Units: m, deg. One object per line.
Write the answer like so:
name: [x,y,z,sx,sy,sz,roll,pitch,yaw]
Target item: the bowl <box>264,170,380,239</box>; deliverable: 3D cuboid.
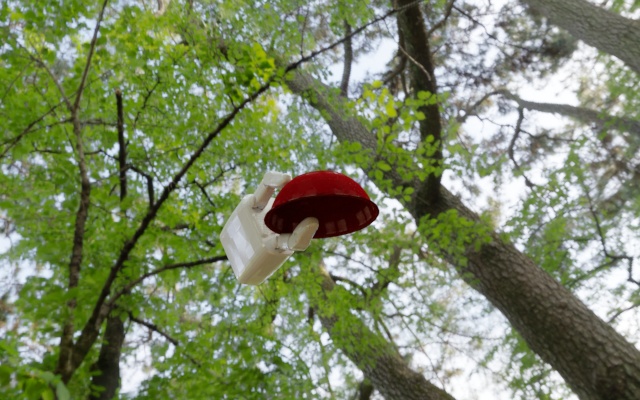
bowl: [0.001,0.001,0.677,0.162,0.055,0.162,-4,-24,-2]
